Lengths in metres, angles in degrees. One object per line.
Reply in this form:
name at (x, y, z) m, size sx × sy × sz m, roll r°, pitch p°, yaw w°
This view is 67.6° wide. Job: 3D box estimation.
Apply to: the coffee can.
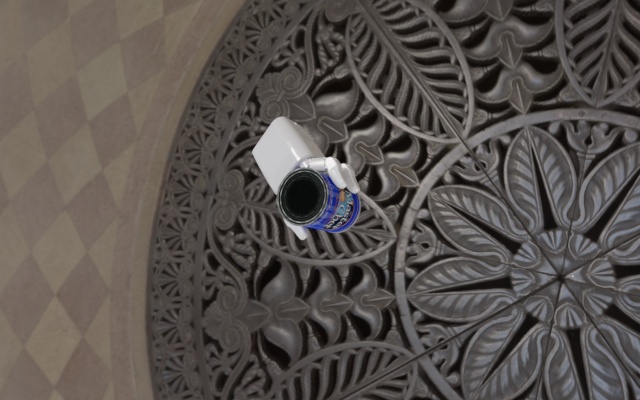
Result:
coffee can at (0.000, 0.003, 0.876) m, size 0.103 × 0.103 × 0.140 m, roll 0°, pitch -8°, yaw 28°
